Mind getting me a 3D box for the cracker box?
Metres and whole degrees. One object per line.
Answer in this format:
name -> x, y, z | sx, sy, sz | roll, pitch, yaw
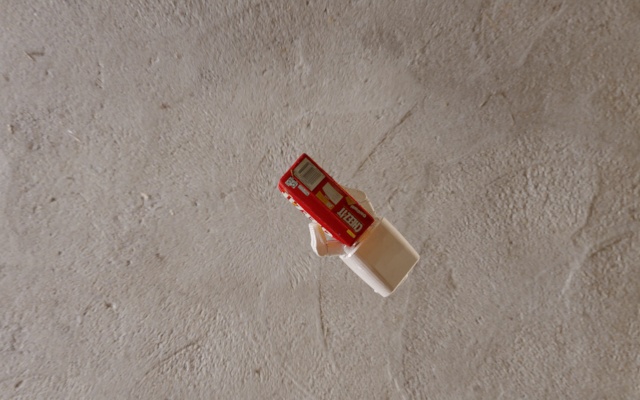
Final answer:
cracker box -> 0.000, 0.003, 0.878 | 0.164, 0.072, 0.213 | 43, -5, -3
